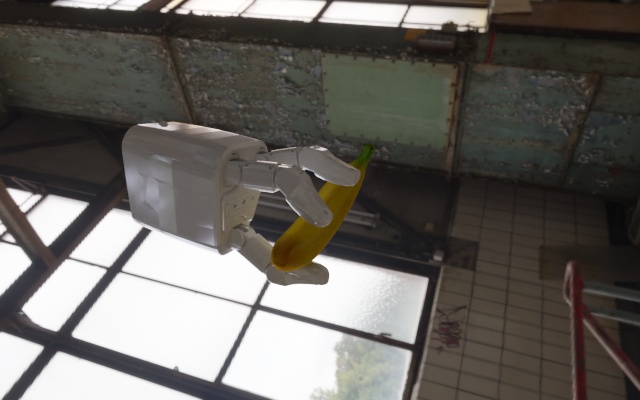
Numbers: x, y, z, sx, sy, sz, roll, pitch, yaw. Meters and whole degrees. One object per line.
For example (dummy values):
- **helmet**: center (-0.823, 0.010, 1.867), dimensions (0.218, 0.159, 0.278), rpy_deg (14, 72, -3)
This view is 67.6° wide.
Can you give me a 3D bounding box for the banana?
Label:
- **banana**: center (-0.001, 0.014, 0.464), dimensions (0.037, 0.070, 0.197), rpy_deg (22, 42, 14)
